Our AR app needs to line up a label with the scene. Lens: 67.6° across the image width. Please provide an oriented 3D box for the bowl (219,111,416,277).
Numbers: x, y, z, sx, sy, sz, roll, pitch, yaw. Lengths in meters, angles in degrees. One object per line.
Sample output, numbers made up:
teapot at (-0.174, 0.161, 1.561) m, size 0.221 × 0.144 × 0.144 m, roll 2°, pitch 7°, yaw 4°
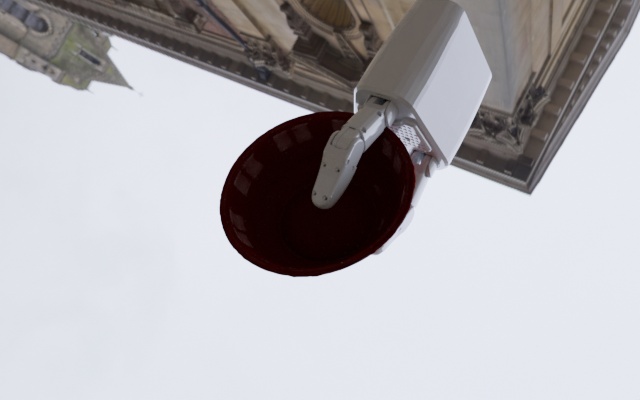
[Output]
bowl at (-0.001, 0.002, 0.405) m, size 0.162 × 0.162 × 0.055 m, roll 0°, pitch -34°, yaw 16°
